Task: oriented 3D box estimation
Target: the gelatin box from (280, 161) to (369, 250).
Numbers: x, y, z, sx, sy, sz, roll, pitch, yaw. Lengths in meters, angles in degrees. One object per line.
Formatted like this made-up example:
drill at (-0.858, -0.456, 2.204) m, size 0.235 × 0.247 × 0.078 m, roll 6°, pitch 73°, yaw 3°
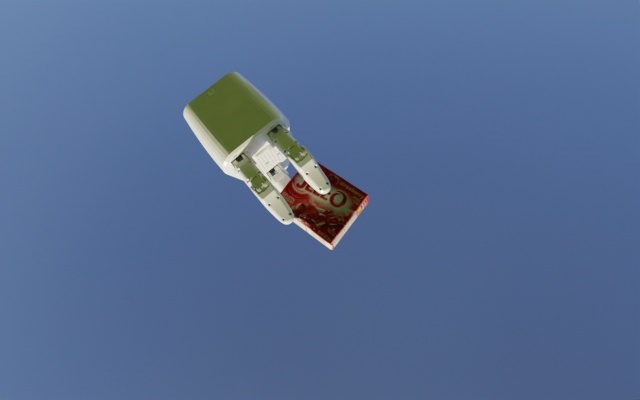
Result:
gelatin box at (0.000, 0.002, 0.561) m, size 0.089 × 0.073 × 0.030 m, roll 35°, pitch -12°, yaw 17°
